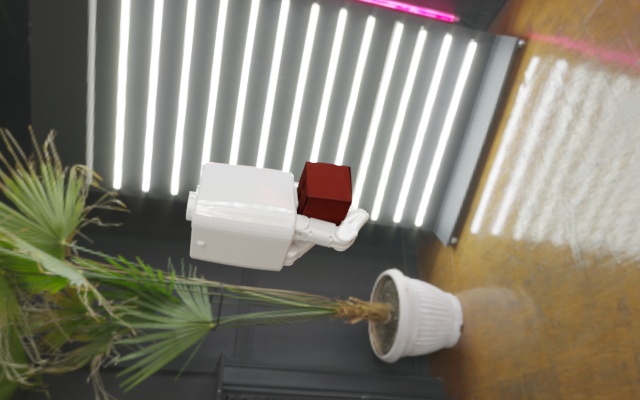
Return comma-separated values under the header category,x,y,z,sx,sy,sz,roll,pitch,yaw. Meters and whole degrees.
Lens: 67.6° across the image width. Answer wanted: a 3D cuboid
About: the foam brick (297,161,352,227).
category,x,y,z,sx,sy,sz,roll,pitch,yaw
foam brick,0.000,0.002,0.540,0.051,0.053,0.078,9,-40,-12
